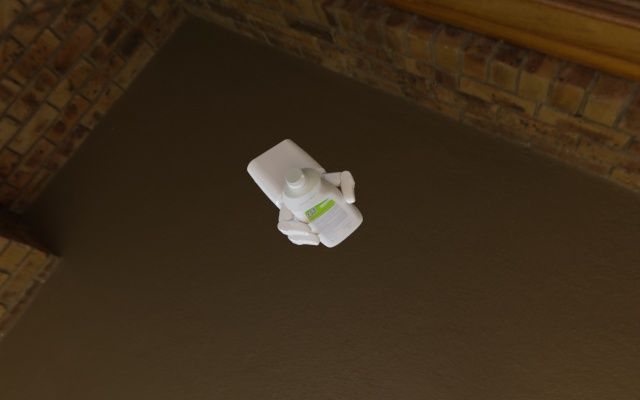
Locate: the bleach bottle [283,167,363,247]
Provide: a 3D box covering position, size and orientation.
[{"bbox_3d":[0.000,0.003,0.857,0.068,0.102,0.251,46,-3,28],"label":"bleach bottle"}]
